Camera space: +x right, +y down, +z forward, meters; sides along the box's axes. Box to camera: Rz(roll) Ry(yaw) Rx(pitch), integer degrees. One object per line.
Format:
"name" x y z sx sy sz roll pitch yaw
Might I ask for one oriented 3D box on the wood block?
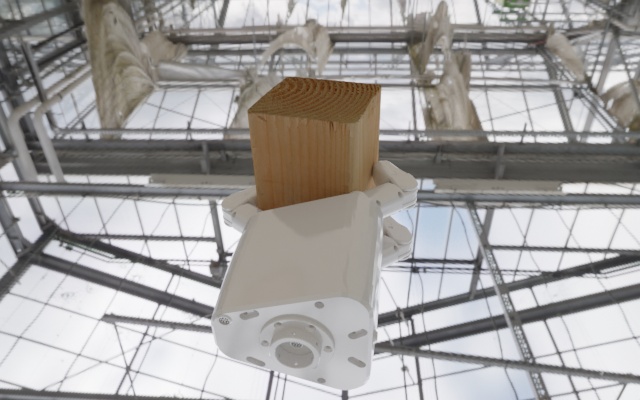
"wood block" 0.000 0.002 0.444 0.091 0.206 0.090 10 35 16
